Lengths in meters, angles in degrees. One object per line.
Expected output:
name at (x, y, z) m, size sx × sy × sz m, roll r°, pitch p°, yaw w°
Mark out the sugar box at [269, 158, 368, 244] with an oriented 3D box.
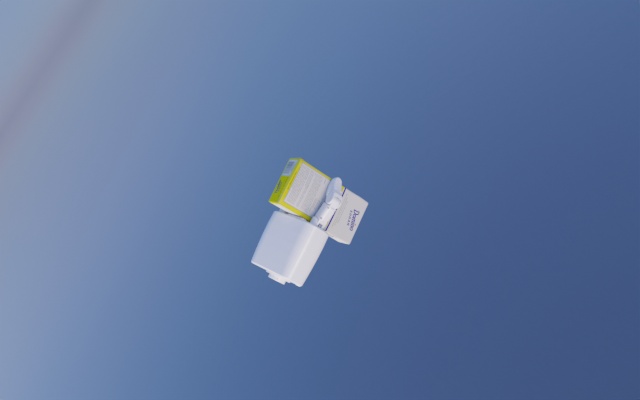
sugar box at (0.000, 0.003, 0.887) m, size 0.176 × 0.093 × 0.048 m, roll 33°, pitch -13°, yaw -33°
